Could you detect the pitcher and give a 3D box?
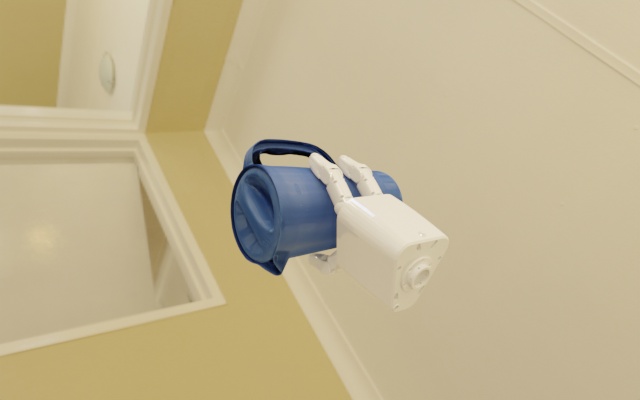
[{"bbox_3d":[0.000,0.002,0.697,0.243,0.149,0.145,-4,29,-38],"label":"pitcher"}]
